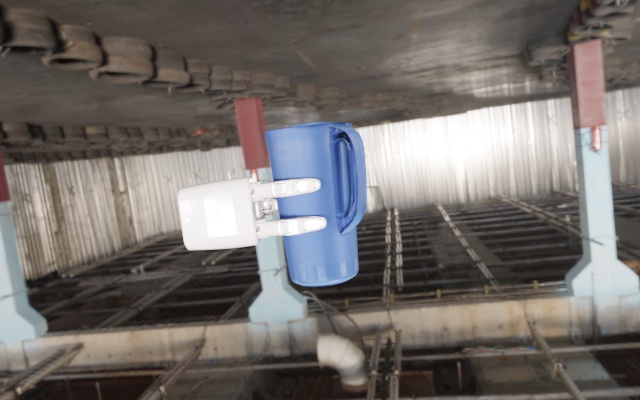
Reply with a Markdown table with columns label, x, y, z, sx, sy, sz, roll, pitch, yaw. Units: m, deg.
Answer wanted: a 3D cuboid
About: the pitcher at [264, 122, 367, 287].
| label | x | y | z | sx | sy | sz | roll | pitch | yaw |
| --- | --- | --- | --- | --- | --- | --- | --- | --- | --- |
| pitcher | 0.000 | 0.002 | 0.729 | 0.145 | 0.243 | 0.149 | -7 | 5 | 3 |
